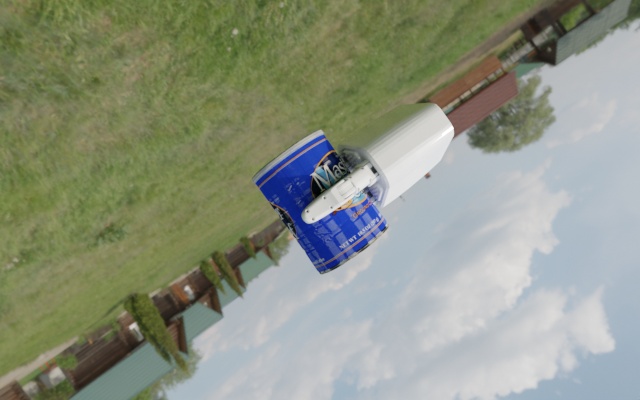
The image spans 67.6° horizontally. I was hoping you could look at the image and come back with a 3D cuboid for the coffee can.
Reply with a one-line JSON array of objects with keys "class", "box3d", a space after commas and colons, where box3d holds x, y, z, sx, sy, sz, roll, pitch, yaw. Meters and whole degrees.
[{"class": "coffee can", "box3d": [0.000, 0.002, 0.572, 0.103, 0.140, 0.103, -36, 1, 1]}]
